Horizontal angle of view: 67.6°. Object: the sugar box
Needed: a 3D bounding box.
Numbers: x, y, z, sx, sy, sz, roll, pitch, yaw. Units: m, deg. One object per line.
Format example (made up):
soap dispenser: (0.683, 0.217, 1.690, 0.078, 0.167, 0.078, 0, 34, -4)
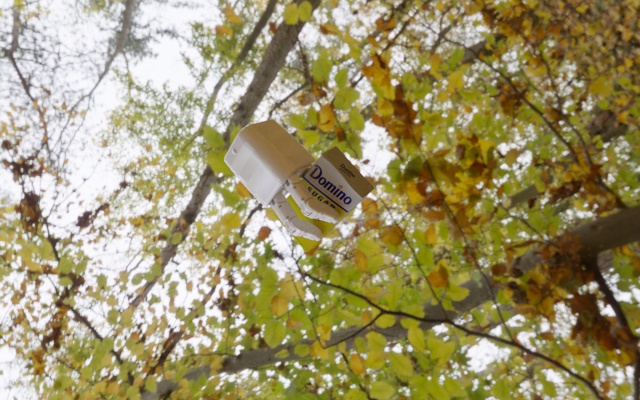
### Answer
sugar box: (0.000, 0.003, 0.781, 0.048, 0.093, 0.176, -36, -9, -44)
